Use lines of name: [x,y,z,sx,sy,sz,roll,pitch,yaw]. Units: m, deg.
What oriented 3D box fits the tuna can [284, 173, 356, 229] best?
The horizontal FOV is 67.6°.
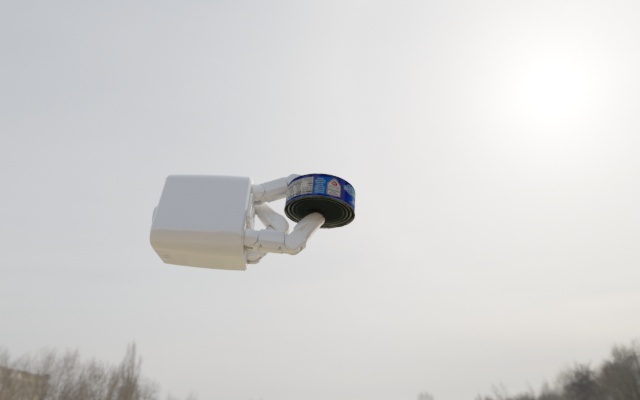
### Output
tuna can: [0.000,0.001,0.578,0.086,0.033,0.086,4,-28,2]
